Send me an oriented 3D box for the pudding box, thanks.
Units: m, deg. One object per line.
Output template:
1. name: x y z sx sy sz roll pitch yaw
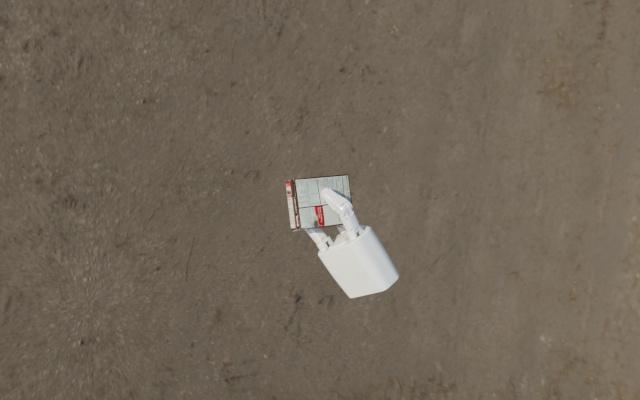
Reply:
1. pudding box: 0.000 0.003 0.834 0.113 0.090 0.039 -6 -3 -29
